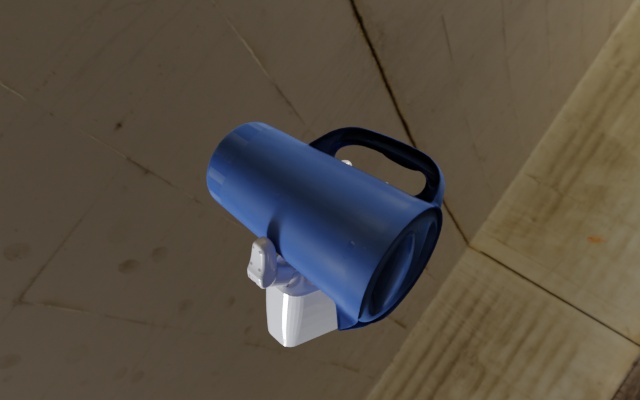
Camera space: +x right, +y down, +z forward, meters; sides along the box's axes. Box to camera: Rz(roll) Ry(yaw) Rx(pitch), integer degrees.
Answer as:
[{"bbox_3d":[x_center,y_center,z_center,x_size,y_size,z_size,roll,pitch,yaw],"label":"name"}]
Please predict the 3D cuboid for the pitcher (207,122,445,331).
[{"bbox_3d":[0.000,0.002,0.505,0.242,0.145,0.149,33,47,29],"label":"pitcher"}]
